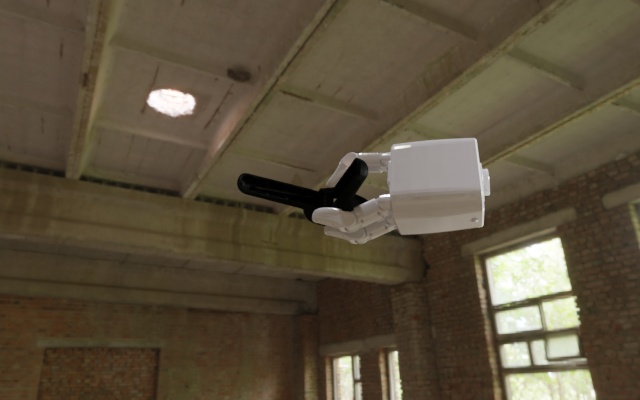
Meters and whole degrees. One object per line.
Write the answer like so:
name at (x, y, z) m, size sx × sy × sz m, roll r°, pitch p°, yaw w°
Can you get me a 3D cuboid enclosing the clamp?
clamp at (0.001, 0.001, 0.629) m, size 0.164 × 0.036 × 0.210 m, roll -2°, pitch -21°, yaw 17°
